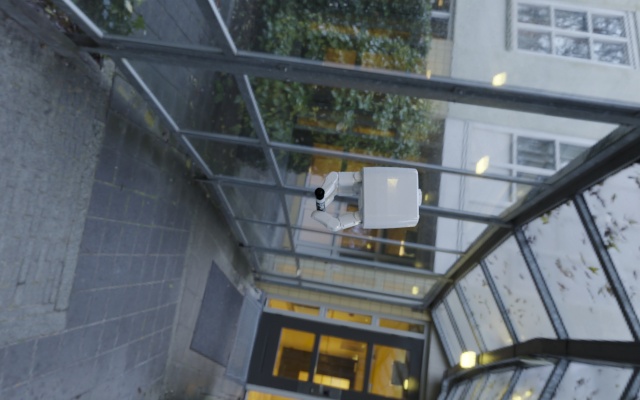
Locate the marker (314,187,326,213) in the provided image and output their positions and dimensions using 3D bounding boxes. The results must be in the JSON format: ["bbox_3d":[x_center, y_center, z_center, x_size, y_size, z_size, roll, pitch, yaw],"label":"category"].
[{"bbox_3d":[0.000,0.003,0.897,0.020,0.020,0.121,0,-19,2],"label":"marker"}]
